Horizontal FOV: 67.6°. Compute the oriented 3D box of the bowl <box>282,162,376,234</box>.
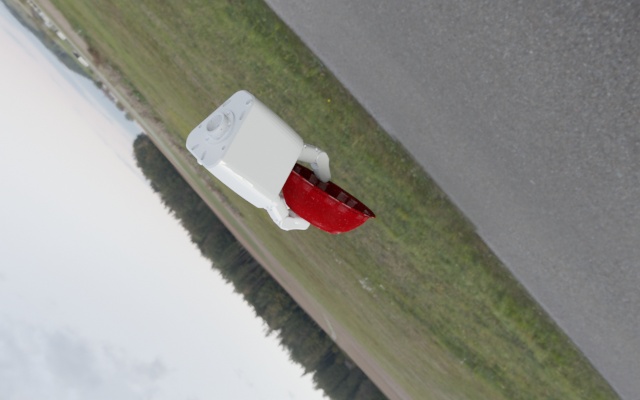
[{"bbox_3d":[0.001,0.003,0.710,0.162,0.055,0.162,31,9,-5],"label":"bowl"}]
